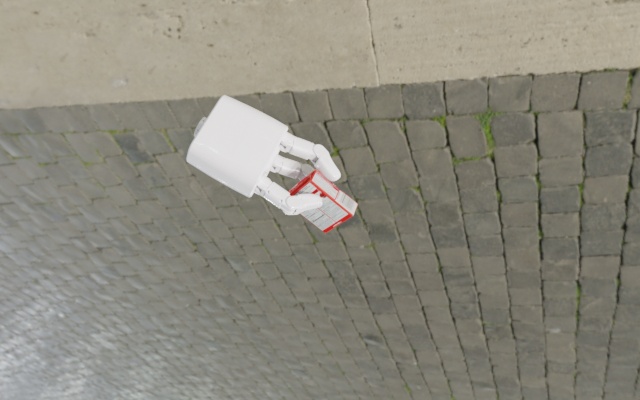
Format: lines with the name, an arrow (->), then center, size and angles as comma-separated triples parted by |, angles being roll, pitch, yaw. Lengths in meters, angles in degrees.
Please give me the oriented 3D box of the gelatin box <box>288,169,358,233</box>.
gelatin box -> 0.000, 0.003, 0.729 | 0.089, 0.030, 0.073 | 39, -43, -14
